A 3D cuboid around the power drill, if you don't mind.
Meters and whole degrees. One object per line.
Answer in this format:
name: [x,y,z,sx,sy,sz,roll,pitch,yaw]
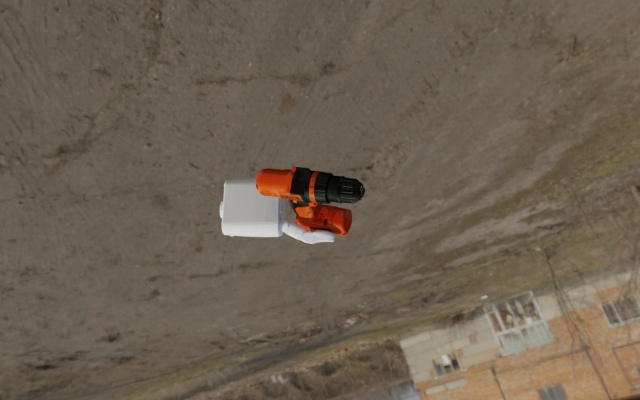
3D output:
power drill: [0.000,0.003,0.832,0.184,0.057,0.188,8,-22,20]
